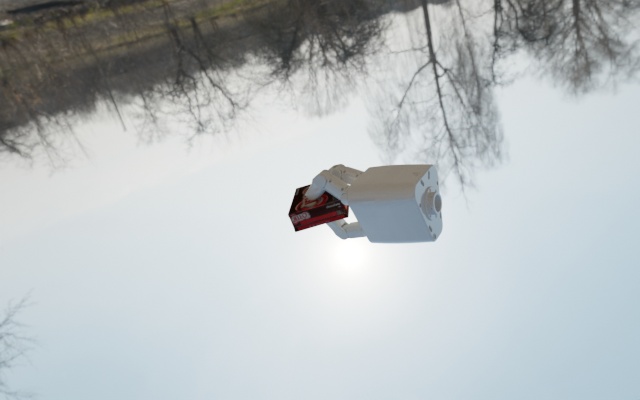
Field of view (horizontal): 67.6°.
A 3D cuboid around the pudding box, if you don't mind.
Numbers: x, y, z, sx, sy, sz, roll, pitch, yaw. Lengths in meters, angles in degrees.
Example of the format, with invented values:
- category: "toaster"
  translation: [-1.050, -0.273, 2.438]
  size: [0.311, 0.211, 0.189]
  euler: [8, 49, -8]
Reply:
- category: "pudding box"
  translation: [0.000, 0.003, 0.777]
  size: [0.090, 0.039, 0.113]
  euler: [-15, 19, 10]
